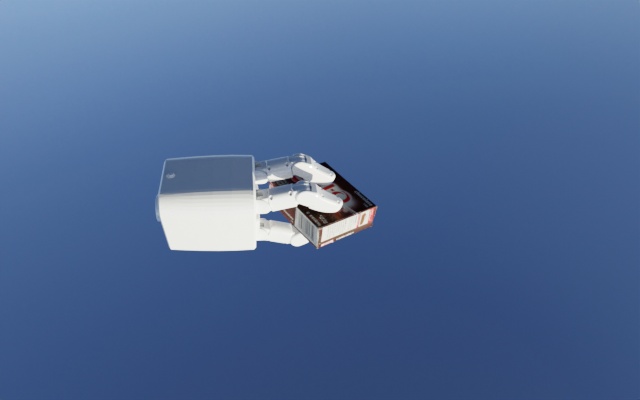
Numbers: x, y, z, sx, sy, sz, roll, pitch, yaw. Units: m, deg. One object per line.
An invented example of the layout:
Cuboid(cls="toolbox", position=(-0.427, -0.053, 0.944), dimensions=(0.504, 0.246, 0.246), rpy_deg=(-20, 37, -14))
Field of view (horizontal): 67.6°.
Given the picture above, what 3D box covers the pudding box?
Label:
Cuboid(cls="pudding box", position=(0.000, 0.002, 0.601), dimensions=(0.090, 0.039, 0.113), rpy_deg=(-20, 48, -31))
